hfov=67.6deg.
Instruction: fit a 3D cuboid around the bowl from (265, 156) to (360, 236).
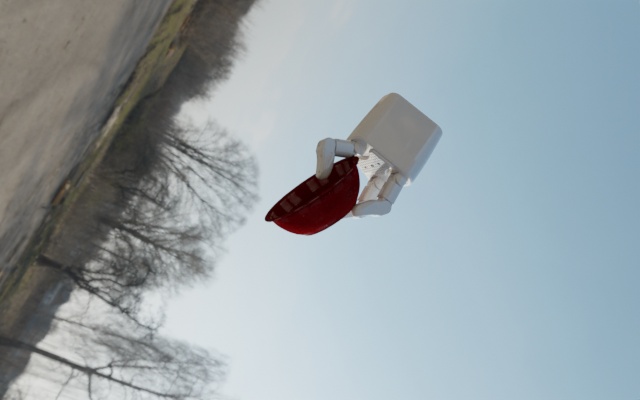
[{"bbox_3d":[-0.001,0.003,0.691,0.162,0.055,0.162,-32,12,8],"label":"bowl"}]
